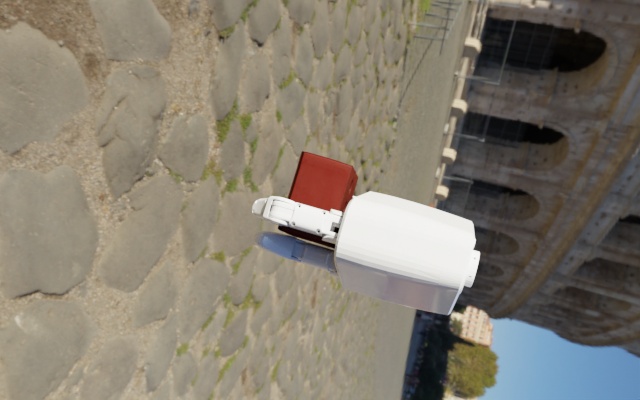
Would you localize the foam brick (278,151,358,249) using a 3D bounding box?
[{"bbox_3d":[0.000,0.001,0.456,0.051,0.078,0.053,15,-7,14],"label":"foam brick"}]
